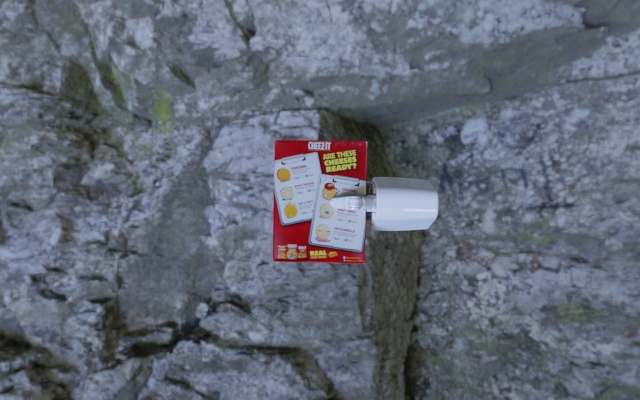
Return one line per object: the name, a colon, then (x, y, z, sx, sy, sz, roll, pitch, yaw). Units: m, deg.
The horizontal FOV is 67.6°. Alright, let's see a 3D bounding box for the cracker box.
cracker box: (0.000, 0.003, 0.855, 0.164, 0.213, 0.072, 1, -1, 1)
